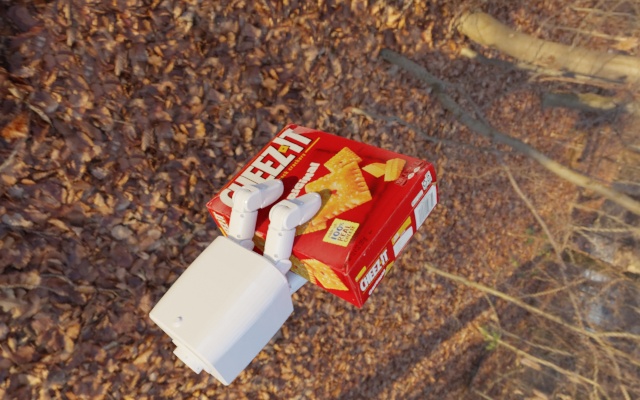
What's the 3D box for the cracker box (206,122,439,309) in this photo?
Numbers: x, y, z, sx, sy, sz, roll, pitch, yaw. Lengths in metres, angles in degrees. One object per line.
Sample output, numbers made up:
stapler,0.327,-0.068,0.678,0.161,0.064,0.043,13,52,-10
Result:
cracker box,0.000,0.002,0.546,0.213,0.164,0.072,22,-32,35
